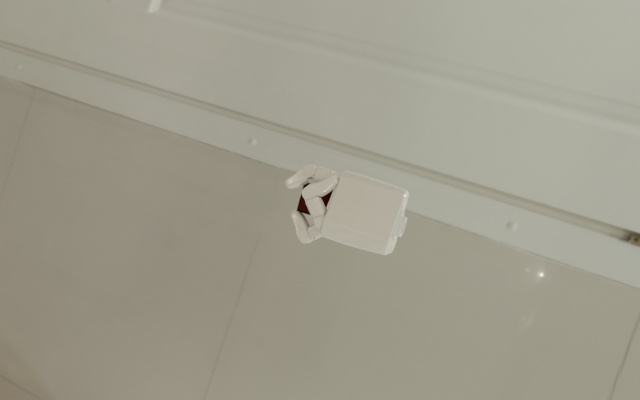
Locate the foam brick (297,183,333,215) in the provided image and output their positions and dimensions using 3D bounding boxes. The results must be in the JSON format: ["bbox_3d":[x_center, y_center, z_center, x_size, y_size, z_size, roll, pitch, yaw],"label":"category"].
[{"bbox_3d":[0.000,0.003,0.822,0.051,0.053,0.078,16,1,16],"label":"foam brick"}]
